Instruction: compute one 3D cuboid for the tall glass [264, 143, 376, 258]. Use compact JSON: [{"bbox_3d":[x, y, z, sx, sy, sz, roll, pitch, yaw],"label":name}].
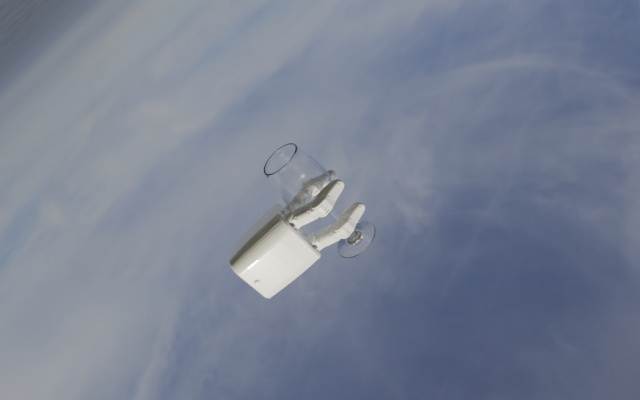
[{"bbox_3d":[0.001,0.003,0.735,0.079,0.079,0.201,0,-39,49],"label":"tall glass"}]
